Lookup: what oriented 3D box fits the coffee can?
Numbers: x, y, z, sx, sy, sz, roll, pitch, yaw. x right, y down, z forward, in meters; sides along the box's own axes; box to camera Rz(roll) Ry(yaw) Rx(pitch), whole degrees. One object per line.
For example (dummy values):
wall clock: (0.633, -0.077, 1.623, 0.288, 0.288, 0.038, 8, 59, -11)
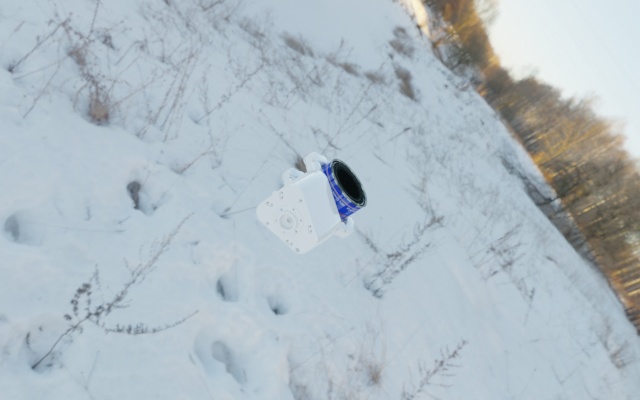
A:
coffee can: (0.000, 0.003, 0.884, 0.140, 0.102, 0.103, -34, -16, 25)
